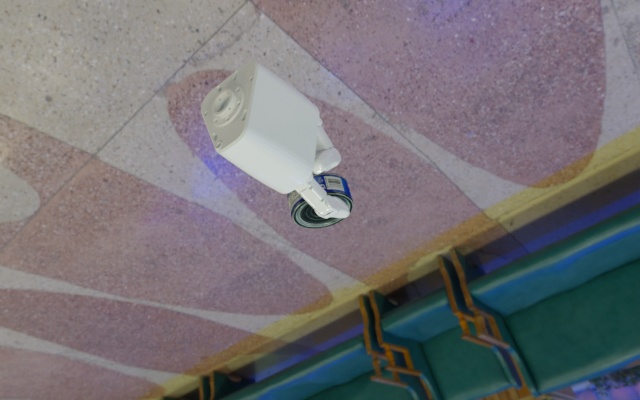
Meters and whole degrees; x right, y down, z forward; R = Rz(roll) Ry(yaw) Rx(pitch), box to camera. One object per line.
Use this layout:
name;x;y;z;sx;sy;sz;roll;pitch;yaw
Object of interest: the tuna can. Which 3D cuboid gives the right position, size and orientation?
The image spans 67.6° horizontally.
tuna can;0.000;0.003;0.638;0.086;0.033;0.086;-10;-33;-7
